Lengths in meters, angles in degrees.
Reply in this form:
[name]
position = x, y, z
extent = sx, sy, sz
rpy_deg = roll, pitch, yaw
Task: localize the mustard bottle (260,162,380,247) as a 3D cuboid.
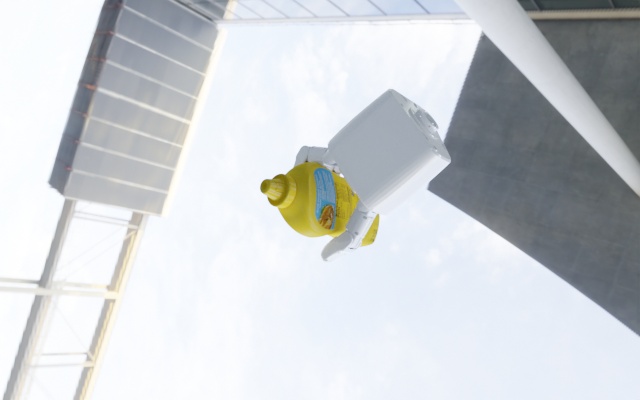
[mustard bottle]
position = 0.000, 0.002, 0.618
extent = 0.058, 0.096, 0.192
rpy_deg = -15, -21, 40
